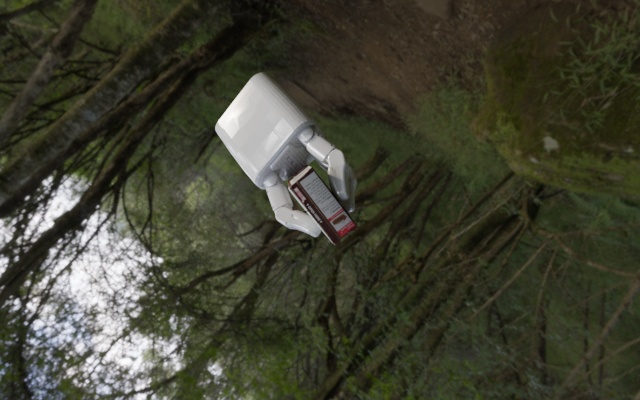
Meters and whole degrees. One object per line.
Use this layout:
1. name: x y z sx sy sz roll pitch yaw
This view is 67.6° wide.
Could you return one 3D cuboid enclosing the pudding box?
1. pudding box: 0.000 0.002 0.595 0.039 0.090 0.113 -38 7 2
